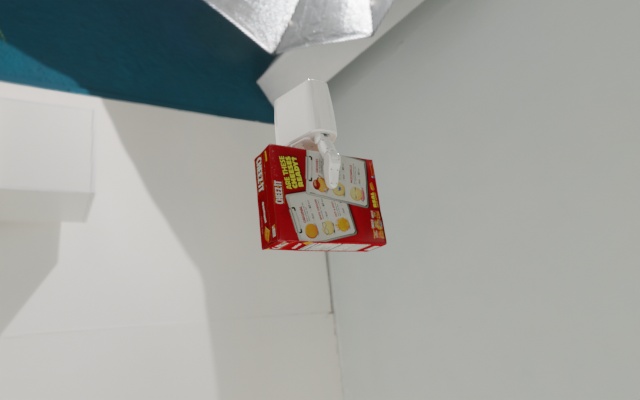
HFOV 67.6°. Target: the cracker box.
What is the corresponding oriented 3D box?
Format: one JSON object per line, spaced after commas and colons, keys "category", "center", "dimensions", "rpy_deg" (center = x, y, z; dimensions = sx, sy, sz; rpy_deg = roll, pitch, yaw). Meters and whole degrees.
{"category": "cracker box", "center": [0.000, 0.003, 0.818], "dimensions": [0.214, 0.164, 0.072], "rpy_deg": [5, -22, -32]}
